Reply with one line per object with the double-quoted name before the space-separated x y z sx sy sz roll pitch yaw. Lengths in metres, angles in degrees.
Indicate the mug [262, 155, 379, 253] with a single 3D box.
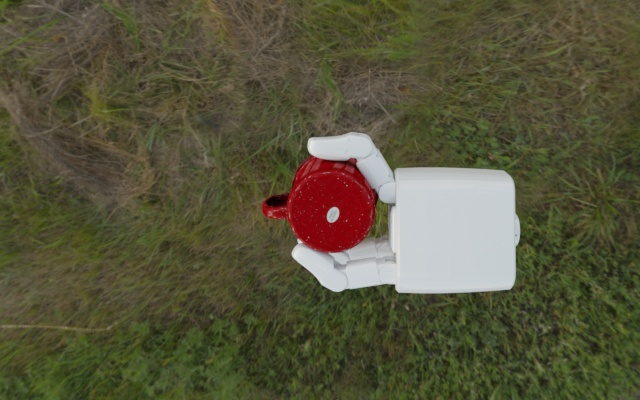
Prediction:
"mug" -0.001 0.002 0.469 0.117 0.093 0.081 -3 15 5
